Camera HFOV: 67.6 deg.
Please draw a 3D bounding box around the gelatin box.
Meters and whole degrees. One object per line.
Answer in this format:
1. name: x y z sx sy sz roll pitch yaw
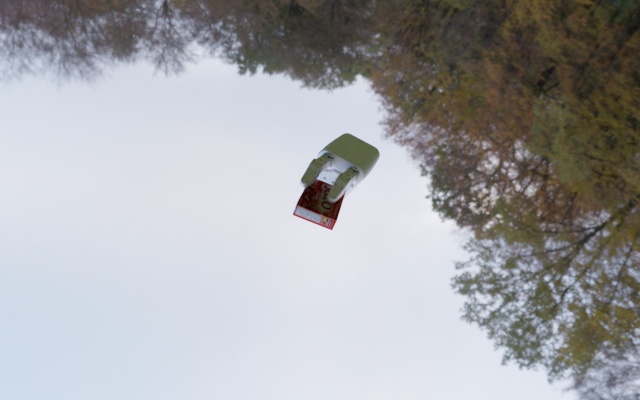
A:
1. gelatin box: 0.000 0.003 0.827 0.073 0.030 0.089 22 40 0
